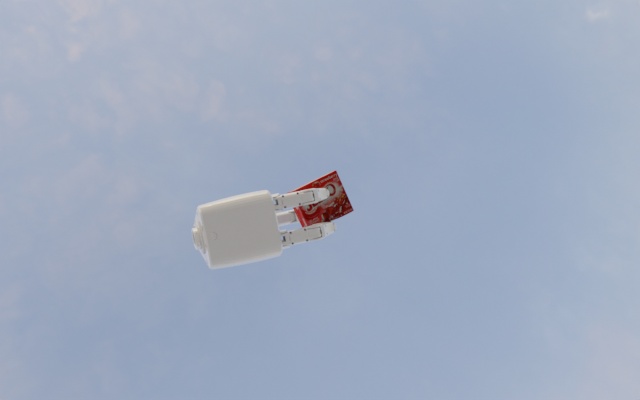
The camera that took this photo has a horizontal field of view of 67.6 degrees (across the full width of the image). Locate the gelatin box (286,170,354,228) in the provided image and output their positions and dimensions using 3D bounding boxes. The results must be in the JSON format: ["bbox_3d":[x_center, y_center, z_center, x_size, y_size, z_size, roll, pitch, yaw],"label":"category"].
[{"bbox_3d":[0.000,0.002,0.767,0.089,0.073,0.030,-26,5,-26],"label":"gelatin box"}]
